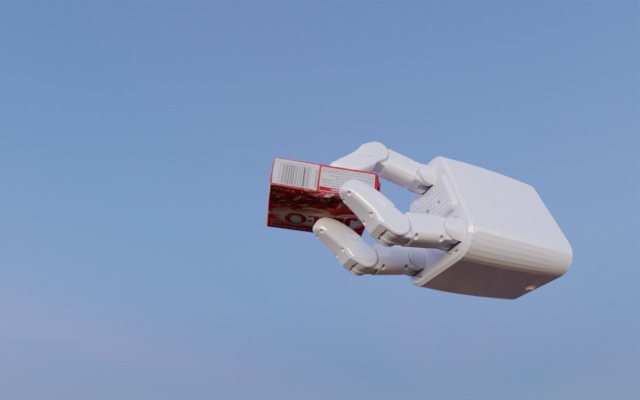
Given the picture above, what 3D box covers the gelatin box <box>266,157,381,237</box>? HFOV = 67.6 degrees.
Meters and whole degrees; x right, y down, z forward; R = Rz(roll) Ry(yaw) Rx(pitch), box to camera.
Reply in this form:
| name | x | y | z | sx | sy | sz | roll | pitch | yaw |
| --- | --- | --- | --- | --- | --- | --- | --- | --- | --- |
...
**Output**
| name | x | y | z | sx | sy | sz | roll | pitch | yaw |
| --- | --- | --- | --- | --- | --- | --- | --- | --- | --- |
| gelatin box | 0.000 | 0.001 | 0.410 | 0.089 | 0.030 | 0.073 | 9 | -31 | -4 |
